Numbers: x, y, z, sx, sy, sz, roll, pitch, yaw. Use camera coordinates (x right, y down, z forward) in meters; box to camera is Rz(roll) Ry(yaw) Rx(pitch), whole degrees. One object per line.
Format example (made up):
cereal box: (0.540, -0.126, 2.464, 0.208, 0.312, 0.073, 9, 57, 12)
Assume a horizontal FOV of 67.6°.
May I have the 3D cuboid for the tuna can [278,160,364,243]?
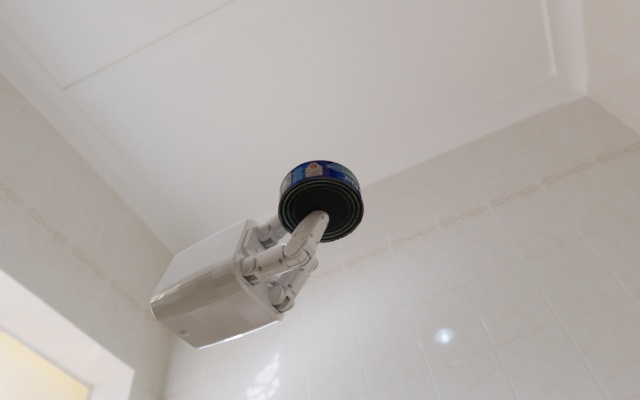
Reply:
tuna can: (0.000, 0.001, 0.486, 0.086, 0.086, 0.033, 0, 40, -2)
